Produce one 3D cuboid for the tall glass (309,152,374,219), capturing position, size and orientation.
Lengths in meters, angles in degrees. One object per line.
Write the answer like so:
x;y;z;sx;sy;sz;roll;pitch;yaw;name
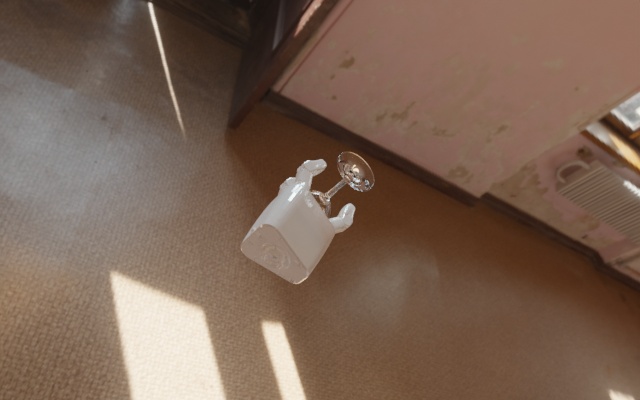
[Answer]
0.001;0.002;0.823;0.079;0.079;0.201;0;-30;-41;tall glass
